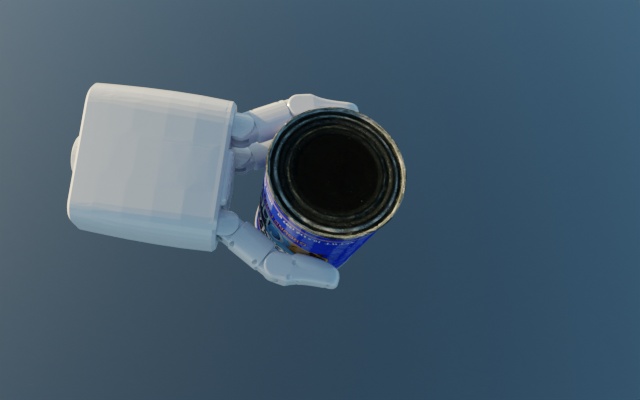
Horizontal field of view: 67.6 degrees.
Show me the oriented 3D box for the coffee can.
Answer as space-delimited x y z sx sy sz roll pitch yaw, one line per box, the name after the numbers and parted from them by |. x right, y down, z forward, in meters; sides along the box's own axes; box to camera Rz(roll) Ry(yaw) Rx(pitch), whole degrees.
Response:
0.000 0.001 0.402 0.103 0.102 0.140 0 -19 -11 | coffee can
